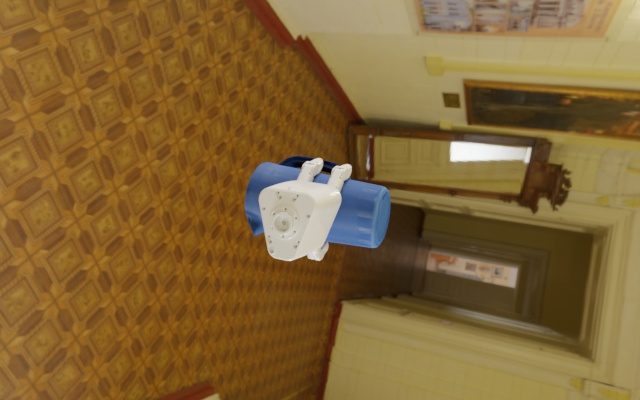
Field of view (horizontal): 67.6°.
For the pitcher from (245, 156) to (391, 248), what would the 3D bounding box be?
[{"bbox_3d":[0.000,0.003,0.864,0.243,0.149,0.145,10,8,20],"label":"pitcher"}]
